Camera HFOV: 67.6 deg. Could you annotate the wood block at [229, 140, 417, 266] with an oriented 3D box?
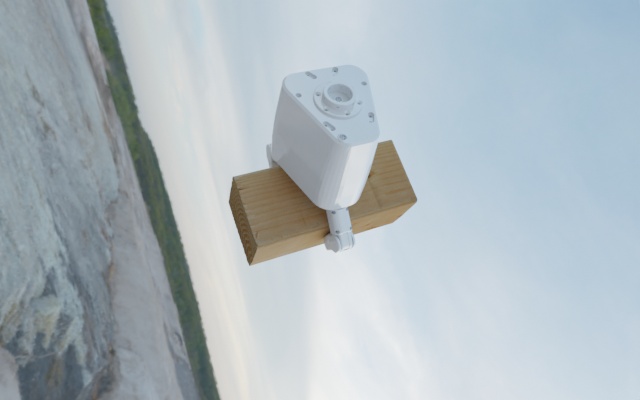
[{"bbox_3d":[0.000,0.002,0.595,0.206,0.090,0.090,-15,-16,-19],"label":"wood block"}]
